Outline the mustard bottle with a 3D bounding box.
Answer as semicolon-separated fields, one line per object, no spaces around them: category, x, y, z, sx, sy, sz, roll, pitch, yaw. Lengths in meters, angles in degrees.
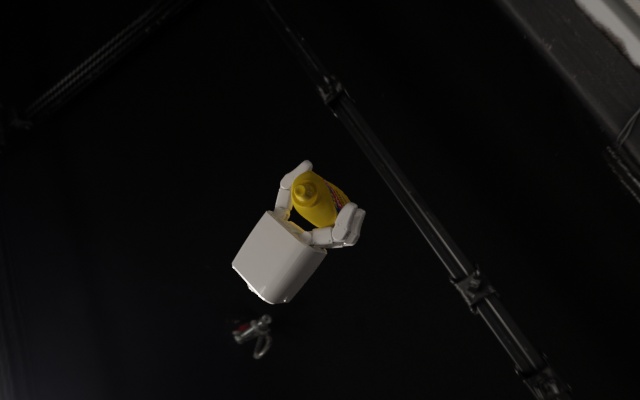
mustard bottle;0.000;0.002;0.744;0.058;0.096;0.192;-31;-17;11
